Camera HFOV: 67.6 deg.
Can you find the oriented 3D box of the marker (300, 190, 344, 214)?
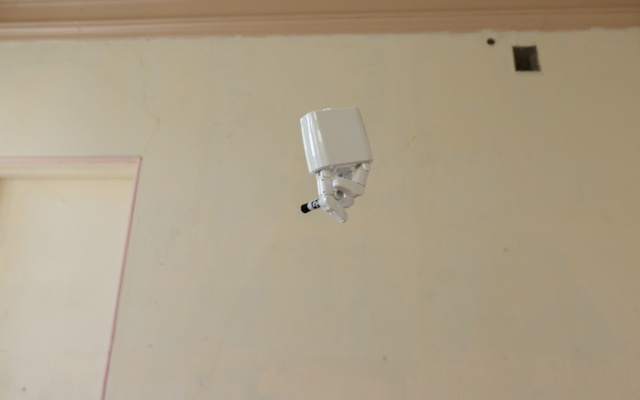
[{"bbox_3d":[0.000,0.003,0.880,0.020,0.020,0.121,0,-14,-36],"label":"marker"}]
